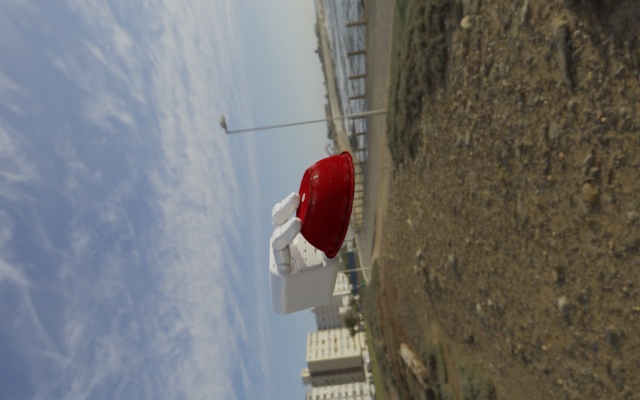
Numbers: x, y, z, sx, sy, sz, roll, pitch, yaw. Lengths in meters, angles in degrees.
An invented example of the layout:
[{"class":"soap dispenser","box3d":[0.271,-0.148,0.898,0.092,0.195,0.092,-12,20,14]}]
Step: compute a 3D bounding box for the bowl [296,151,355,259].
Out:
[{"class":"bowl","box3d":[0.000,0.001,0.702,0.055,0.162,0.162,9,-2,-13]}]
